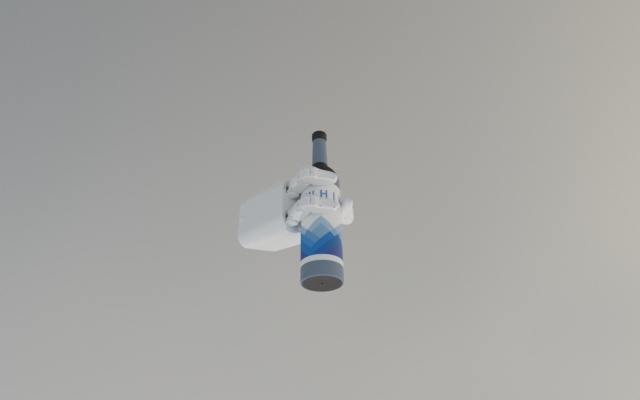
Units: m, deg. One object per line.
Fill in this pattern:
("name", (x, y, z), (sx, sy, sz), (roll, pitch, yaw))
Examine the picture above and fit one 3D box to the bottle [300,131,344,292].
("bottle", (0.000, 0.003, 0.801), (0.069, 0.295, 0.069), (-1, -33, -1))
